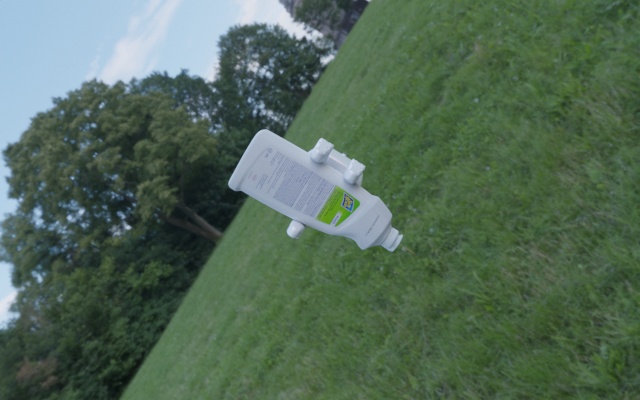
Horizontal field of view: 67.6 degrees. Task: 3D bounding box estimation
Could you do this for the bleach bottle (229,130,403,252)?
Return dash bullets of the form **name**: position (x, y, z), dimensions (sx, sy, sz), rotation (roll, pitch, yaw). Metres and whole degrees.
- **bleach bottle**: position (0.000, 0.002, 0.690), dimensions (0.251, 0.102, 0.068), rotation (32, 13, 1)
